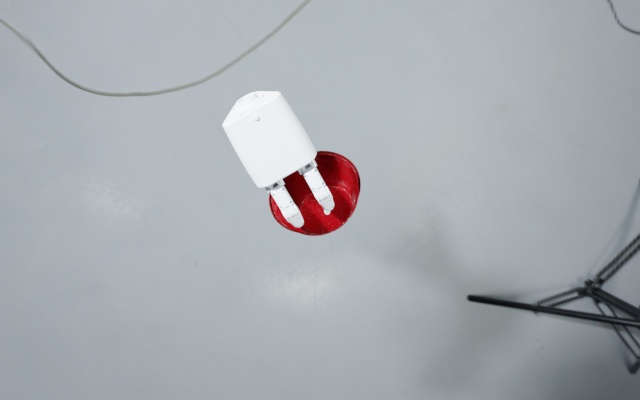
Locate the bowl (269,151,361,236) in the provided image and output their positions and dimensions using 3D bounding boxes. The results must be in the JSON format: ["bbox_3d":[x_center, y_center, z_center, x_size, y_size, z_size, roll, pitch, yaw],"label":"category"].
[{"bbox_3d":[0.001,0.004,0.782,0.162,0.162,0.055,0,32,-22],"label":"bowl"}]
